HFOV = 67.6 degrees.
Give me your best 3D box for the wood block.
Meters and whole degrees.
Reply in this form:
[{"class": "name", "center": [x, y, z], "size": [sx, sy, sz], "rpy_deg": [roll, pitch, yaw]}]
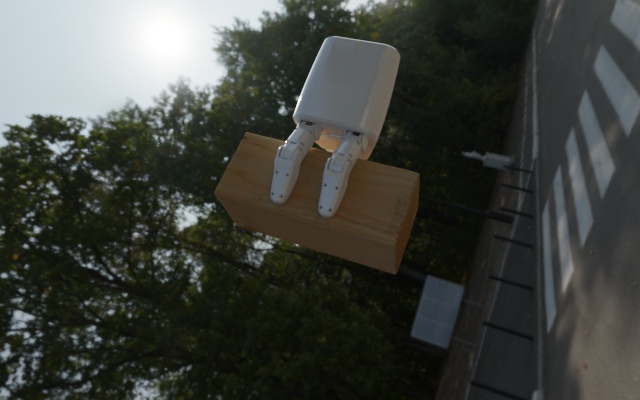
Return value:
[{"class": "wood block", "center": [0.000, 0.002, 0.547], "size": [0.206, 0.090, 0.091], "rpy_deg": [15, -23, 18]}]
